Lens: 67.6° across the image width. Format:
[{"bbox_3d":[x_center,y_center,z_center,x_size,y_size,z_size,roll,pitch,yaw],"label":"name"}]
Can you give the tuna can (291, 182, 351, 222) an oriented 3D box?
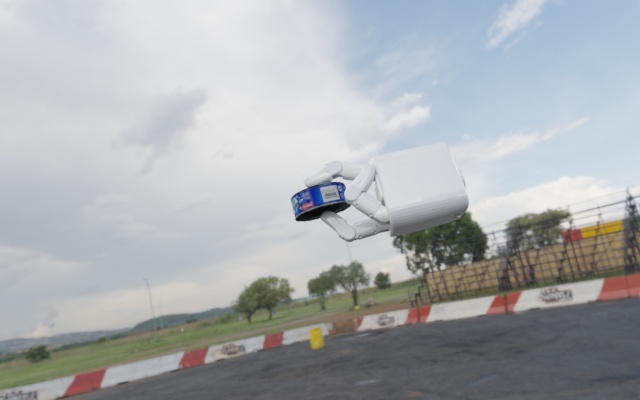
[{"bbox_3d":[0.000,0.002,0.702,0.086,0.033,0.086,-15,-13,-3],"label":"tuna can"}]
